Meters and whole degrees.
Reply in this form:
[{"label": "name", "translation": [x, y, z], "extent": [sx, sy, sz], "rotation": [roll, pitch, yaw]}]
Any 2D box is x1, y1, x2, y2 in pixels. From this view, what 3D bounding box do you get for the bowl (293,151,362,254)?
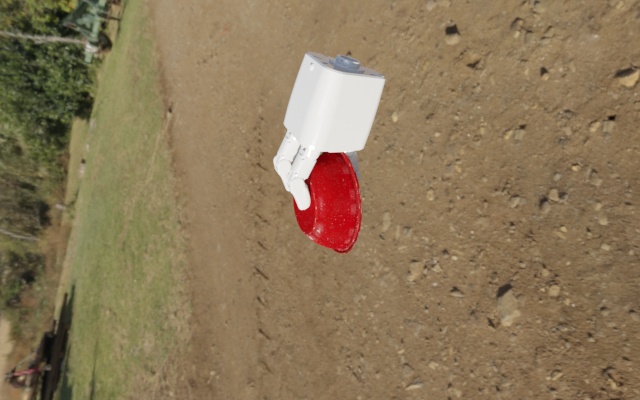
[{"label": "bowl", "translation": [0.000, 0.004, 0.709], "extent": [0.055, 0.162, 0.162], "rotation": [-7, 2, -23]}]
